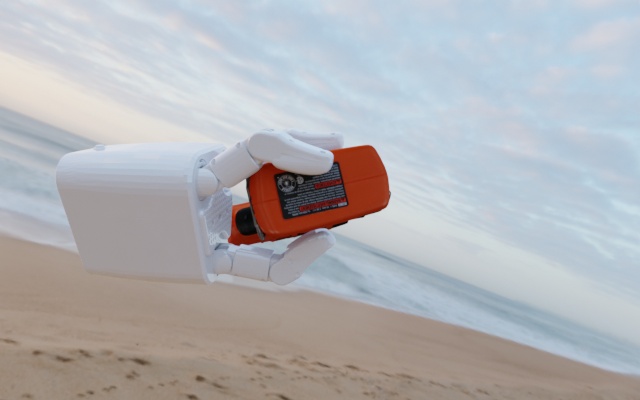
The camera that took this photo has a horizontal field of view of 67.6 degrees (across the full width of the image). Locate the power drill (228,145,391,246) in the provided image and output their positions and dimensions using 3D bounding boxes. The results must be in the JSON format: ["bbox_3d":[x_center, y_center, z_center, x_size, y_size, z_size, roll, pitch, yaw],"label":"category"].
[{"bbox_3d":[0.000,0.001,0.443,0.184,0.057,0.188,-15,-7,-12],"label":"power drill"}]
